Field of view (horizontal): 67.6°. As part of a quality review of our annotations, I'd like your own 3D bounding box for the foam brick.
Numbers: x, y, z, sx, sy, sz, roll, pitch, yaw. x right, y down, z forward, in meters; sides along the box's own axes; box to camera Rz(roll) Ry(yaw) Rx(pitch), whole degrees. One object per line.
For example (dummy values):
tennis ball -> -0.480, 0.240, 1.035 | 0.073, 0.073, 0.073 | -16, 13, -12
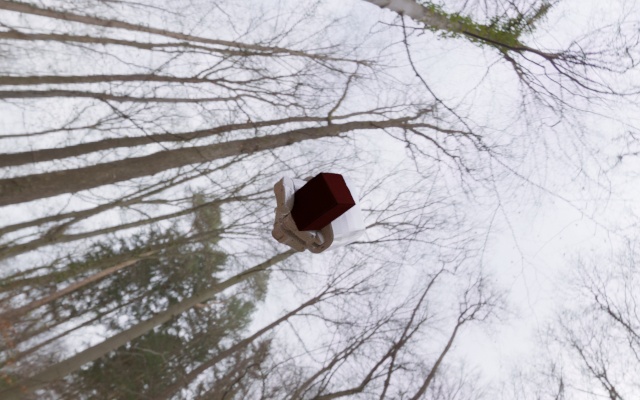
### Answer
foam brick -> 0.000, 0.002, 0.672 | 0.078, 0.053, 0.051 | -36, -22, 32
